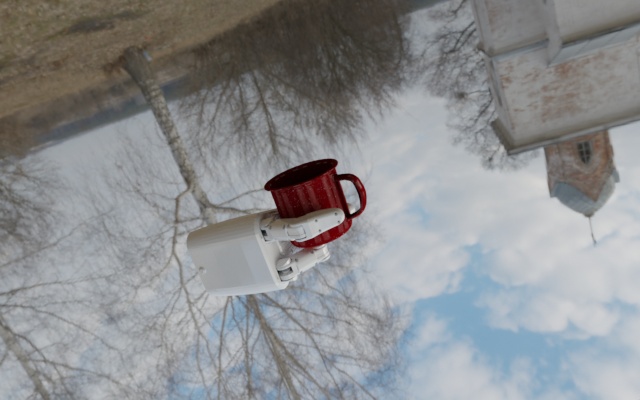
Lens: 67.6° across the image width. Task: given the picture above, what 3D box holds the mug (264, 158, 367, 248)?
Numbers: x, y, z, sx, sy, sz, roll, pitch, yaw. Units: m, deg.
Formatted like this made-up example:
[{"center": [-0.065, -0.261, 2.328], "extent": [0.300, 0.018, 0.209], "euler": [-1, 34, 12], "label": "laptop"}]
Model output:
[{"center": [0.001, 0.002, 0.570], "extent": [0.117, 0.081, 0.093], "euler": [-12, 19, 24], "label": "mug"}]
